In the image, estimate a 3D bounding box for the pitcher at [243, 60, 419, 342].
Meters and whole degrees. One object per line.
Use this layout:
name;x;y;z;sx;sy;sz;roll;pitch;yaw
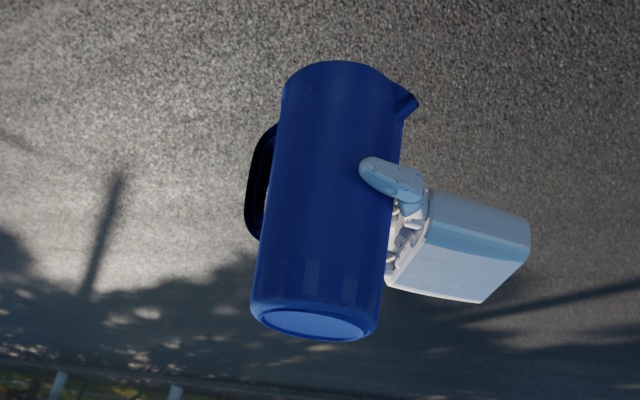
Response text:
pitcher;0.000;0.002;0.457;0.145;0.242;0.149;14;-29;-10
